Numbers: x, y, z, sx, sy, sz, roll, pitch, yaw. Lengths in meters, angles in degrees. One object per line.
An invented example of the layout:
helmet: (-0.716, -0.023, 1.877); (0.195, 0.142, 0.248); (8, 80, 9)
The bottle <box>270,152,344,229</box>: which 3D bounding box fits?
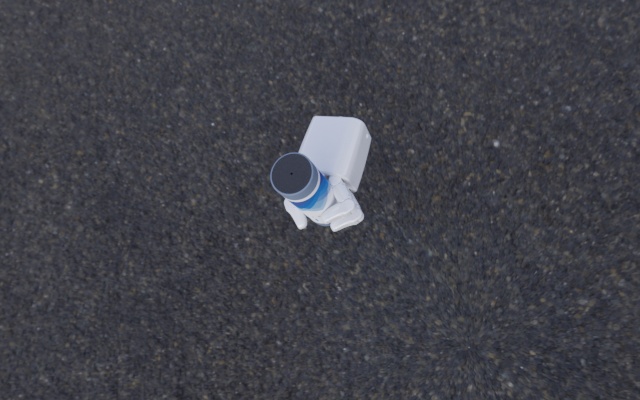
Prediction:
bottle: (0.000, 0.003, 0.822); (0.069, 0.069, 0.296); (0, -16, 17)
